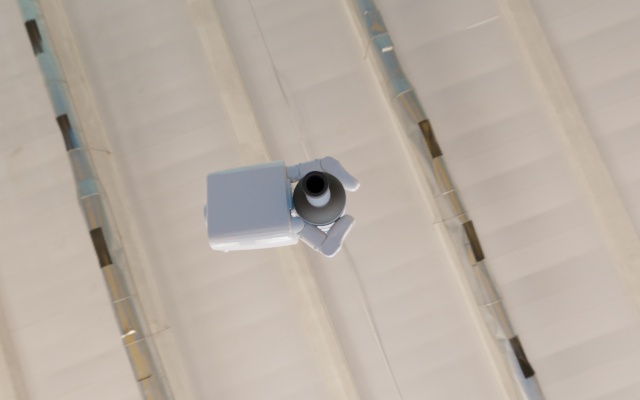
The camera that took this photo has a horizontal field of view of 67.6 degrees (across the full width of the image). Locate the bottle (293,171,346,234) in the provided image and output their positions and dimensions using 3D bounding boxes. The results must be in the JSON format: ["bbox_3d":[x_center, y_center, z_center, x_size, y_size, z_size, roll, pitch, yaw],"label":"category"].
[{"bbox_3d":[0.000,0.002,0.625,0.069,0.069,0.296,0,-7,2],"label":"bottle"}]
